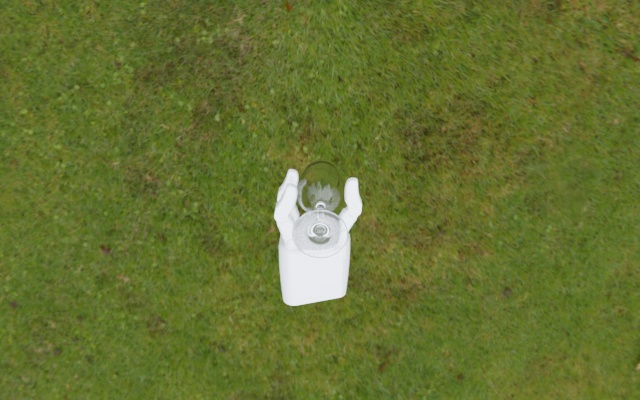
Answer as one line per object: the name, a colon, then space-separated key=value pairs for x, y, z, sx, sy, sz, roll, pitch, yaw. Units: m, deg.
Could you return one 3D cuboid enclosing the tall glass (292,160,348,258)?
tall glass: x=0.000 y=0.003 z=0.723 sx=0.079 sy=0.079 sz=0.201 roll=0 pitch=26 yaw=1
